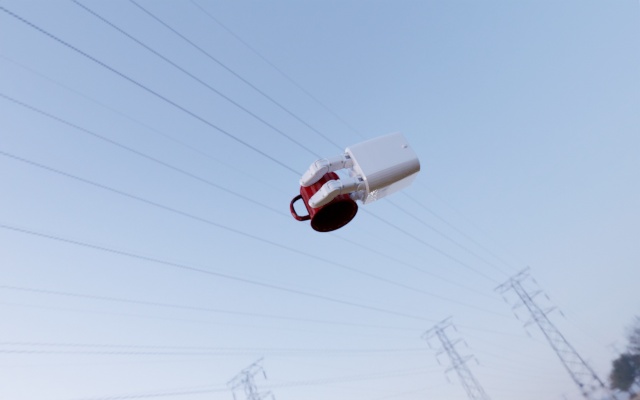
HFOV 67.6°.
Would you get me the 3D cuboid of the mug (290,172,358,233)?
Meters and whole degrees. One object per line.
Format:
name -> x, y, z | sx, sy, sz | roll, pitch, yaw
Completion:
mug -> -0.001, 0.003, 0.877 | 0.117, 0.081, 0.093 | -19, -35, -10
